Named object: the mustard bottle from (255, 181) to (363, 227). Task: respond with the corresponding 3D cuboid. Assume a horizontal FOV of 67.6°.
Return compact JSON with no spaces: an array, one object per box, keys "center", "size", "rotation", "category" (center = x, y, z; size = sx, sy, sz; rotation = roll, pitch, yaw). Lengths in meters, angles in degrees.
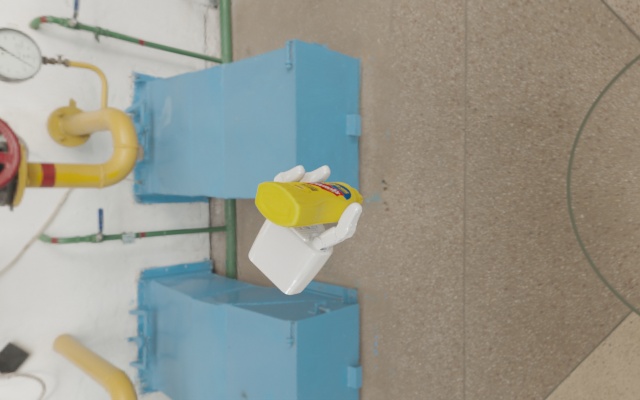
[{"center":[0.000,0.002,0.741],"size":[0.096,0.058,0.191],"rotation":[25,18,40],"category":"mustard bottle"}]
